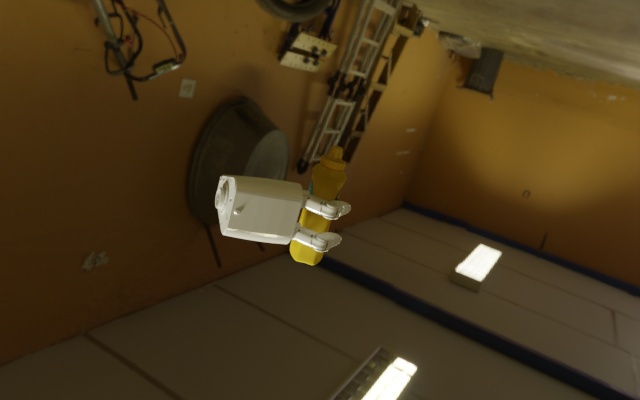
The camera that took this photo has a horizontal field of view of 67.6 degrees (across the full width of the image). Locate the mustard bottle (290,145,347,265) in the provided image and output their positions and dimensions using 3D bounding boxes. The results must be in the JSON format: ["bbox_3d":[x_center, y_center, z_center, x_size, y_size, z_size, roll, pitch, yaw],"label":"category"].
[{"bbox_3d":[0.000,0.003,0.785,0.058,0.192,0.096,16,16,-1],"label":"mustard bottle"}]
